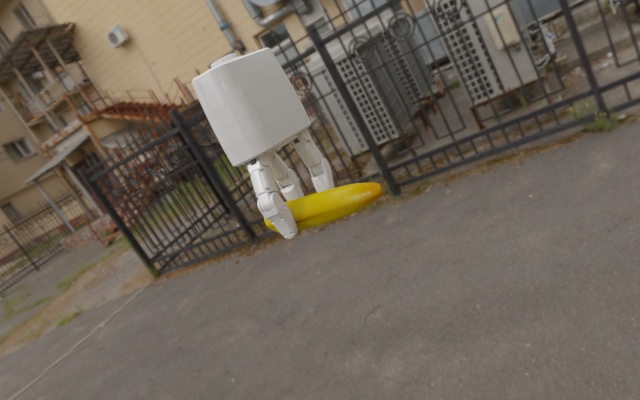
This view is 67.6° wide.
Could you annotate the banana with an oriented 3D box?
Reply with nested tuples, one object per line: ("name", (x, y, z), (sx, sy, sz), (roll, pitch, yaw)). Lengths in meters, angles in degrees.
("banana", (-0.014, 0.010, 0.579), (0.069, 0.037, 0.198), (-32, 11, -39))
